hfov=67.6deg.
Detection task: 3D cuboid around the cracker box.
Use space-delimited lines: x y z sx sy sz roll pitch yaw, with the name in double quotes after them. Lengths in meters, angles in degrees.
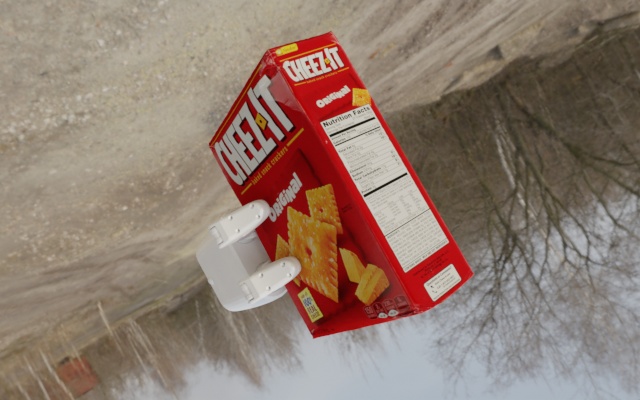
0.000 0.001 0.402 0.072 0.213 0.164 -27 -4 -34 "cracker box"
